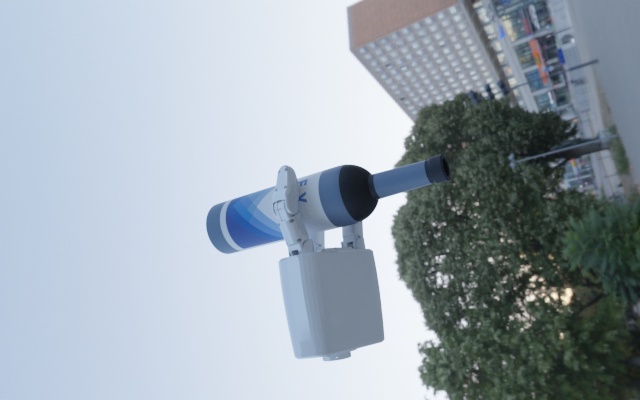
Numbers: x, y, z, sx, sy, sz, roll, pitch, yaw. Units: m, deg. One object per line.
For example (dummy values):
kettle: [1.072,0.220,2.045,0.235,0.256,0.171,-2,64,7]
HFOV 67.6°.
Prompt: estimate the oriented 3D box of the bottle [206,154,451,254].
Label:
bottle: [0.000,0.002,0.542,0.296,0.069,0.069,-16,-8,29]
